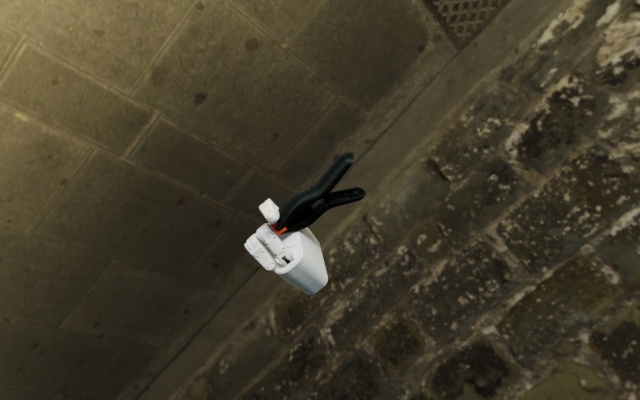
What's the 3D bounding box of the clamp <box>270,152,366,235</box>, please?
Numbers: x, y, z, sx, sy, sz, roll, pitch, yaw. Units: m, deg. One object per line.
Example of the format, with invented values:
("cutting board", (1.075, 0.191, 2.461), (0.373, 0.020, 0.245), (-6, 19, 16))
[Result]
("clamp", (0.000, 0.003, 0.777), (0.171, 0.039, 0.120), (-36, -40, 4))
